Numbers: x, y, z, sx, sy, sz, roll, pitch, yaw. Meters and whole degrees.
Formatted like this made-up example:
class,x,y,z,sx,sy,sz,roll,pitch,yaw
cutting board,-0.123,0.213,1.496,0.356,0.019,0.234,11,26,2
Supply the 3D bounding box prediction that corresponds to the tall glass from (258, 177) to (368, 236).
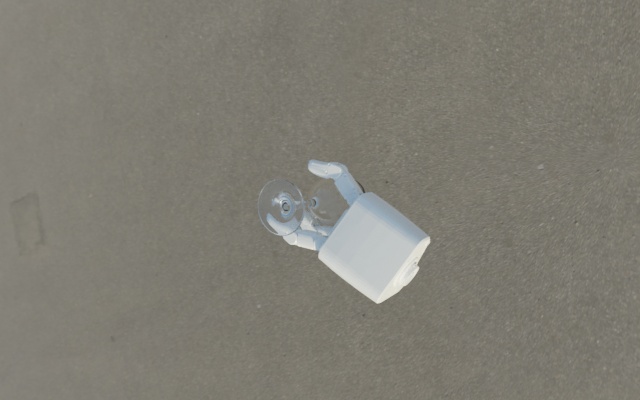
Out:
class,x,y,z,sx,sy,sz,roll,pitch,yaw
tall glass,0.000,0.002,0.701,0.079,0.079,0.201,0,4,31
